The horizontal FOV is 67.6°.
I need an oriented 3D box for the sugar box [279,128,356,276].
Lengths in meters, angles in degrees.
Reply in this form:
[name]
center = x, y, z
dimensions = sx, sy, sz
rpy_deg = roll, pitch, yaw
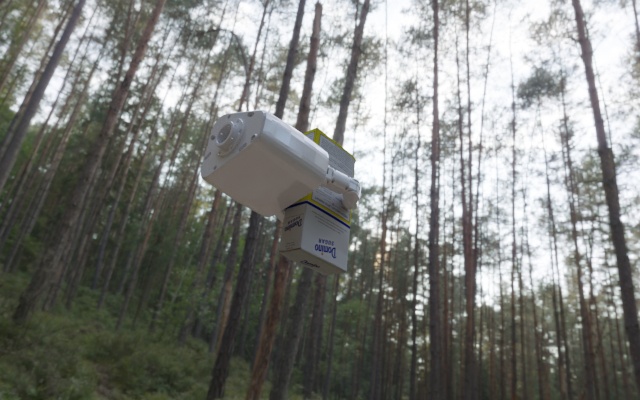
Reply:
[sugar box]
center = 0.000, 0.002, 0.640
dimensions = 0.048, 0.176, 0.093
rpy_deg = -14, -34, 40
